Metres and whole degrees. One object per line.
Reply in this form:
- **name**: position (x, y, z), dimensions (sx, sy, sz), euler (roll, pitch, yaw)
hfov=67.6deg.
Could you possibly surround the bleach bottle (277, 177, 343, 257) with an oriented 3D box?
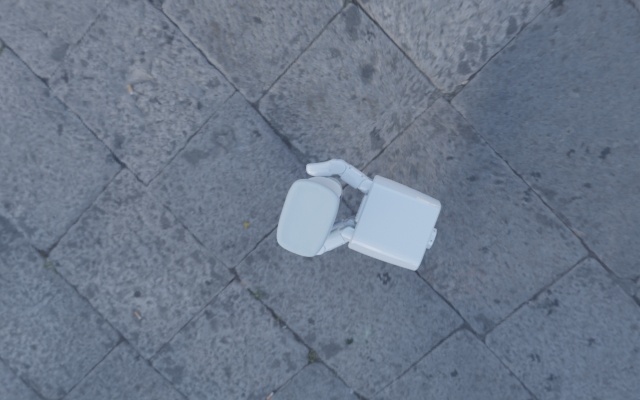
- **bleach bottle**: position (0.000, 0.002, 0.725), dimensions (0.068, 0.102, 0.250), euler (21, 13, 4)
